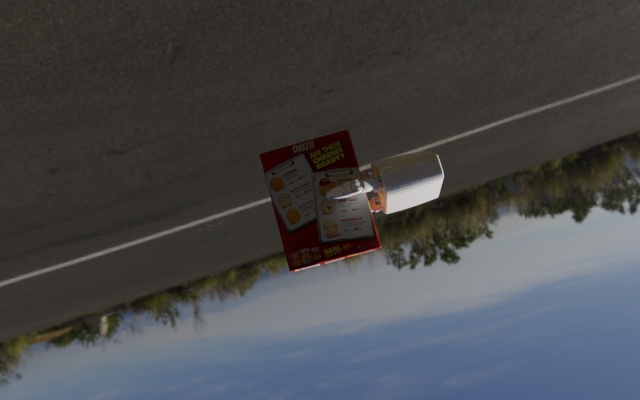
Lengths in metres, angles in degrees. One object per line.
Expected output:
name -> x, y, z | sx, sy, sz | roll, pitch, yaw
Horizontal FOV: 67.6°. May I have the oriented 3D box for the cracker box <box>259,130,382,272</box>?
cracker box -> 0.000, 0.003, 0.848 | 0.164, 0.213, 0.072 | -15, -8, 1
